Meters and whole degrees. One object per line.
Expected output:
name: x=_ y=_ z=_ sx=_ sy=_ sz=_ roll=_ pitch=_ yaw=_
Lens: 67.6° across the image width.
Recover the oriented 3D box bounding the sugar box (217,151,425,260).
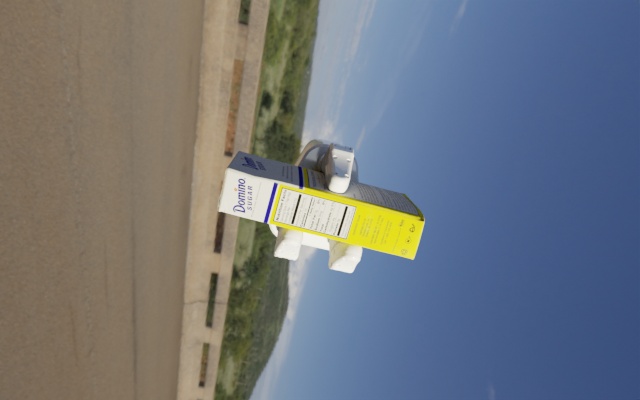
sugar box: x=0.000 y=0.002 z=0.444 sx=0.176 sy=0.048 sz=0.093 roll=12 pitch=14 yaw=-6
